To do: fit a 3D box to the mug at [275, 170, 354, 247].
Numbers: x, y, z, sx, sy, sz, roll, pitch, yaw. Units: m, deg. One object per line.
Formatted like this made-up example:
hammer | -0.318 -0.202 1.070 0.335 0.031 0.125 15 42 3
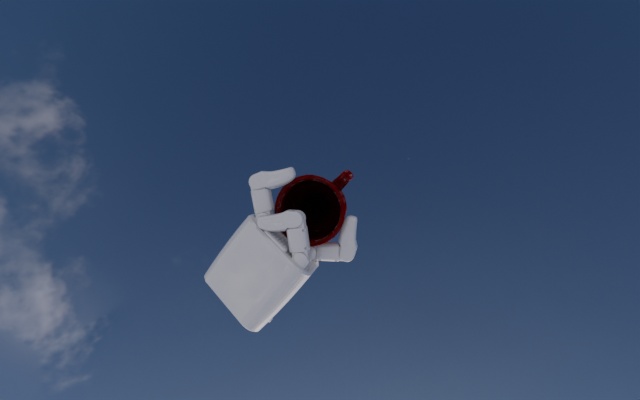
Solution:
mug | 0.001 0.001 0.653 0.093 0.117 0.081 43 9 4
